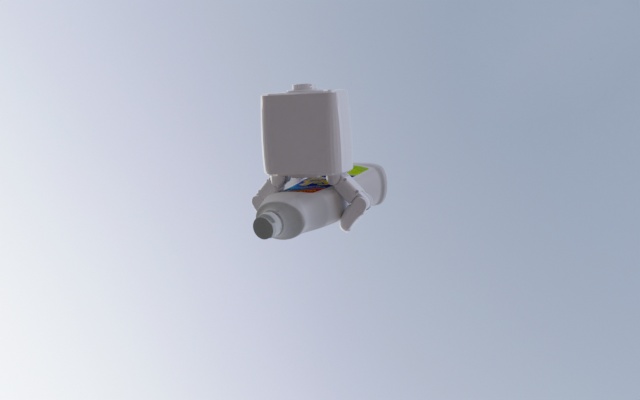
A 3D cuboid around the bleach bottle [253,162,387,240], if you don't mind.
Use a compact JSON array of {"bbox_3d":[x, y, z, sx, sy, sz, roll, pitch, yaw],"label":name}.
[{"bbox_3d":[0.000,0.002,0.655,0.102,0.068,0.250,5,17,28],"label":"bleach bottle"}]
